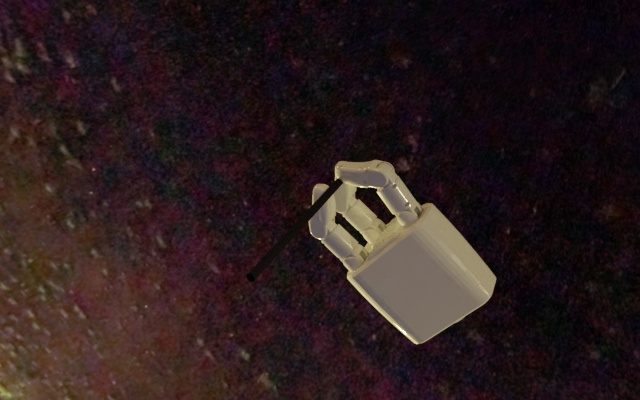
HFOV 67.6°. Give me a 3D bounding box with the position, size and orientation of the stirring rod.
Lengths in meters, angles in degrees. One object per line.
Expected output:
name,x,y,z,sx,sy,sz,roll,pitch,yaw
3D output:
stirring rod,0.000,0.001,0.458,0.011,0.011,0.239,0,29,31
